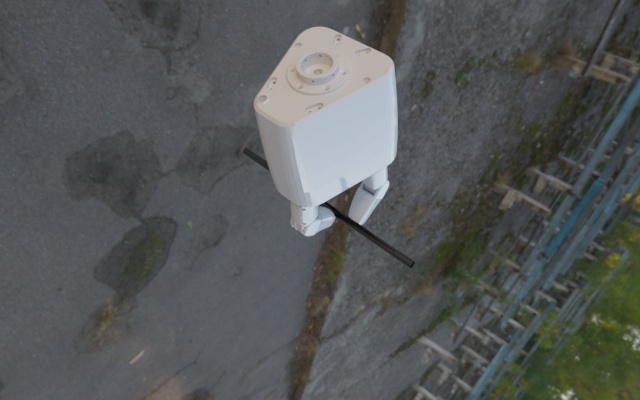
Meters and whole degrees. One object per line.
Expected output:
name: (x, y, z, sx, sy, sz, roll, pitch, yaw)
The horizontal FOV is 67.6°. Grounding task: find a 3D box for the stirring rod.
stirring rod: (0.000, 0.002, 0.517, 0.239, 0.011, 0.011, 34, 16, 26)
